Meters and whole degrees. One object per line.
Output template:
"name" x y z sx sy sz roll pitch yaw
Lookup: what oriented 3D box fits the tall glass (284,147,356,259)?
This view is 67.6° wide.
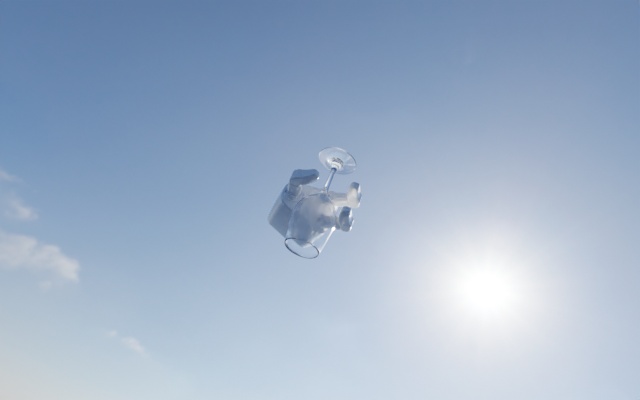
"tall glass" 0.000 0.002 0.848 0.079 0.201 0.079 15 -34 11
